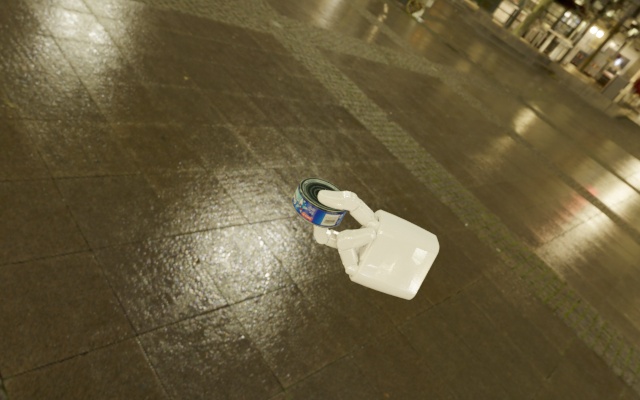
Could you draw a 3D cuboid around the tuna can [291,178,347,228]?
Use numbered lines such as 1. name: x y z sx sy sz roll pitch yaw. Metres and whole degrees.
1. tuna can: 0.000 0.002 0.743 0.086 0.034 0.086 19 32 -13
